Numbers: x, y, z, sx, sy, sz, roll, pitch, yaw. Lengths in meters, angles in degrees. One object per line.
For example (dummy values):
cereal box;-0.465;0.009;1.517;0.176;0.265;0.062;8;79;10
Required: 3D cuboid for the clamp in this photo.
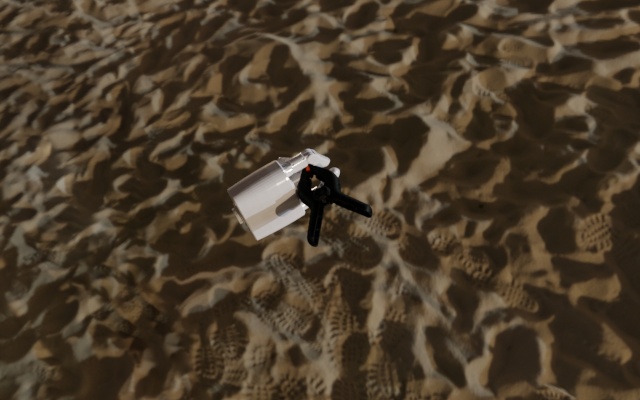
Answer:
clamp;0.000;0.002;0.846;0.120;0.039;0.171;-31;49;-11
